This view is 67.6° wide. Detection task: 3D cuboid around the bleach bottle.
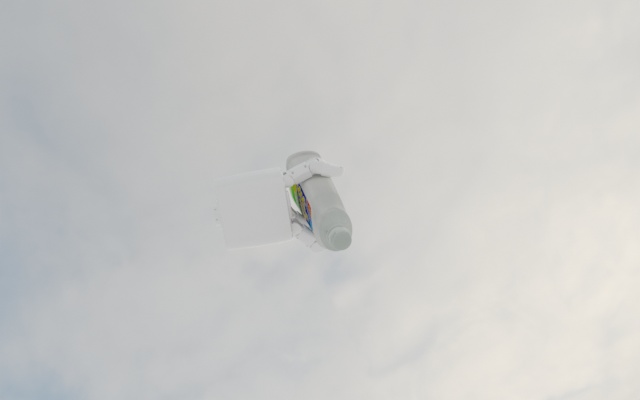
[{"bbox_3d":[0.000,0.003,0.766,0.068,0.103,0.250,-10,24,-10],"label":"bleach bottle"}]
